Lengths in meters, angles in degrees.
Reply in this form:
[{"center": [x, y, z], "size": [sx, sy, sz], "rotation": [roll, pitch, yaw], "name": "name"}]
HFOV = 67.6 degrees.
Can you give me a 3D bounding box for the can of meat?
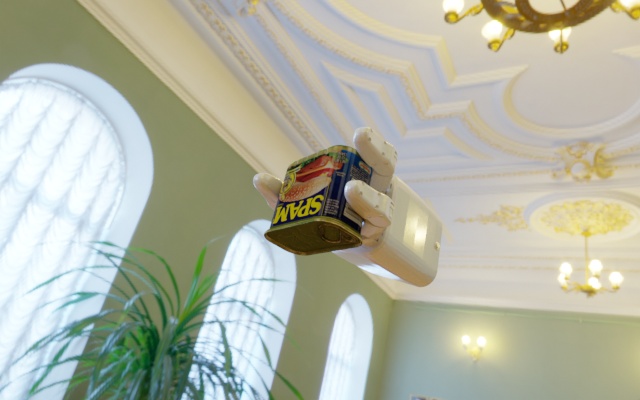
[{"center": [0.000, 0.001, 0.470], "size": [0.057, 0.084, 0.102], "rotation": [33, -32, -33], "name": "can of meat"}]
